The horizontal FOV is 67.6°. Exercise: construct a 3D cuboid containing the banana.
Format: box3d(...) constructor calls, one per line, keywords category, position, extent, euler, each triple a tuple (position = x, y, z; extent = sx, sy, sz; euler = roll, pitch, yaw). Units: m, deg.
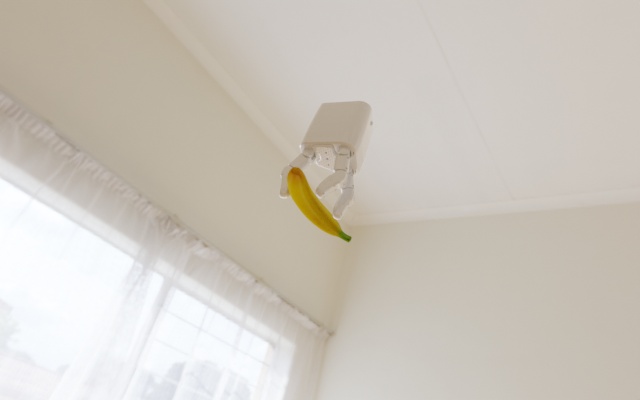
box3d(category="banana", position=(-0.012, 0.004, 0.831), extent=(0.069, 0.037, 0.198), euler=(4, -34, 40))
